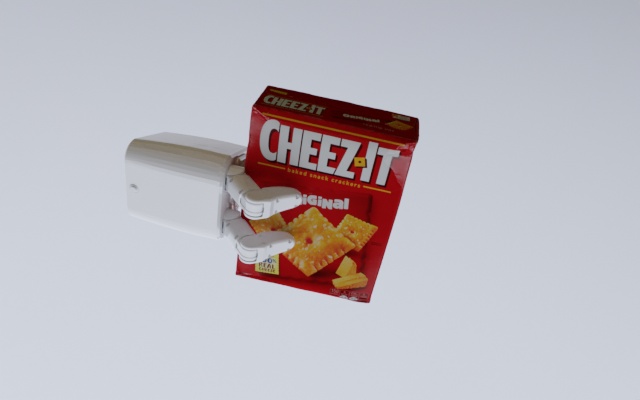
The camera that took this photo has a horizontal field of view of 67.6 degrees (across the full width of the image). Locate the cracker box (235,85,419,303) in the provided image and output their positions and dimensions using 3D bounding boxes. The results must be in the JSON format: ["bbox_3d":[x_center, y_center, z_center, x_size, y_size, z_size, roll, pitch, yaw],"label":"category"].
[{"bbox_3d":[0.000,0.002,0.522,0.164,0.214,0.072,13,32,2],"label":"cracker box"}]
